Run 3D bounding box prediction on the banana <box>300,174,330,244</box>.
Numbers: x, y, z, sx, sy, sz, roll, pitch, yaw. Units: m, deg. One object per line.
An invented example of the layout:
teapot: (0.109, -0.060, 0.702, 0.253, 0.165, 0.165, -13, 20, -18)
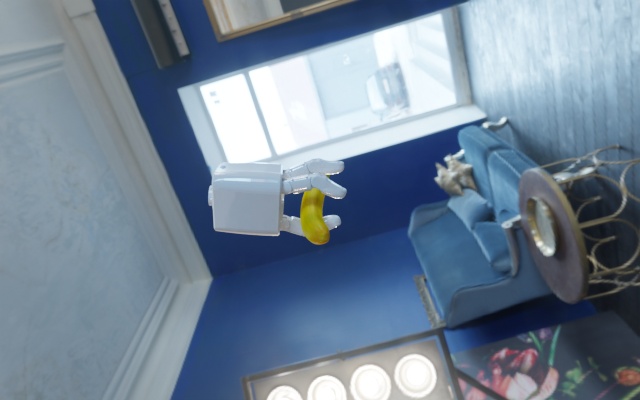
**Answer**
banana: (-0.008, 0.014, 0.766, 0.037, 0.070, 0.197, 22, 36, -14)
